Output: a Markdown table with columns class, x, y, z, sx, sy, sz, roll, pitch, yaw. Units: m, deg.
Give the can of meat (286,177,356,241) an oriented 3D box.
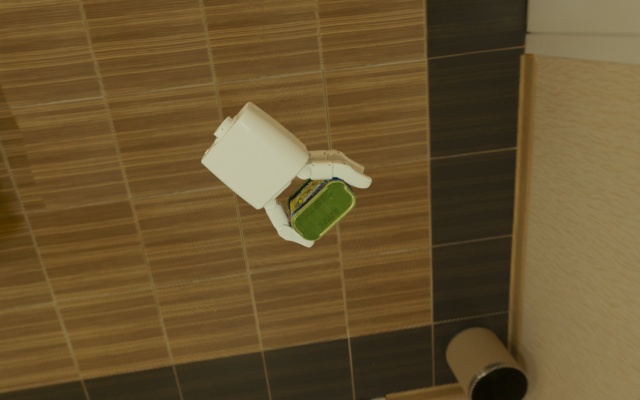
| class | x | y | z | sx | sy | sz | roll | pitch | yaw |
| --- | --- | --- | --- | --- | --- | --- | --- | --- | --- |
| can of meat | 0.000 | 0.002 | 0.694 | 0.057 | 0.102 | 0.084 | 44 | 9 | -18 |
